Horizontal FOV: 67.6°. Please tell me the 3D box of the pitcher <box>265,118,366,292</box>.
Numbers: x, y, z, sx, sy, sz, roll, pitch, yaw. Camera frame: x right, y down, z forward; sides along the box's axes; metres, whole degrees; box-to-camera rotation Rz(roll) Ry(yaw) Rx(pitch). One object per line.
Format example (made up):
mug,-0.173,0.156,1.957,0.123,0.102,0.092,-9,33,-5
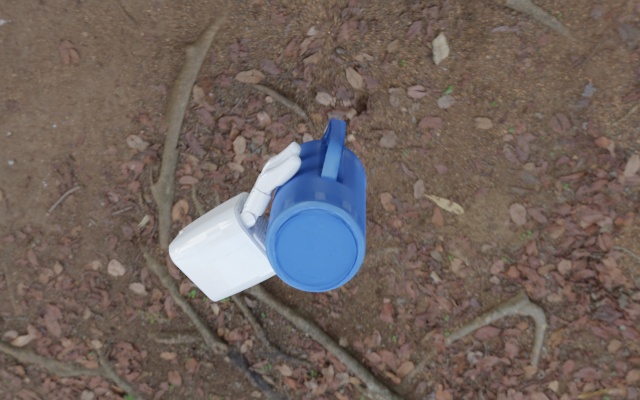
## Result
pitcher,0.000,0.002,0.609,0.145,0.149,0.242,-28,16,11
